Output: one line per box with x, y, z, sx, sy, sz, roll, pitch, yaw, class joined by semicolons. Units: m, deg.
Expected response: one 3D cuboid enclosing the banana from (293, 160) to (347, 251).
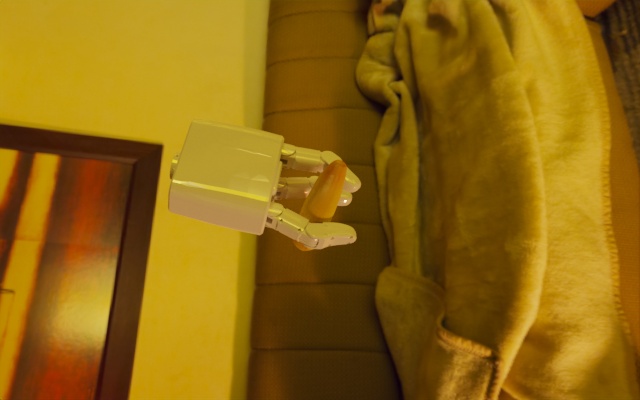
-0.006;0.019;0.567;0.037;0.069;0.198;21;-22;0;banana
